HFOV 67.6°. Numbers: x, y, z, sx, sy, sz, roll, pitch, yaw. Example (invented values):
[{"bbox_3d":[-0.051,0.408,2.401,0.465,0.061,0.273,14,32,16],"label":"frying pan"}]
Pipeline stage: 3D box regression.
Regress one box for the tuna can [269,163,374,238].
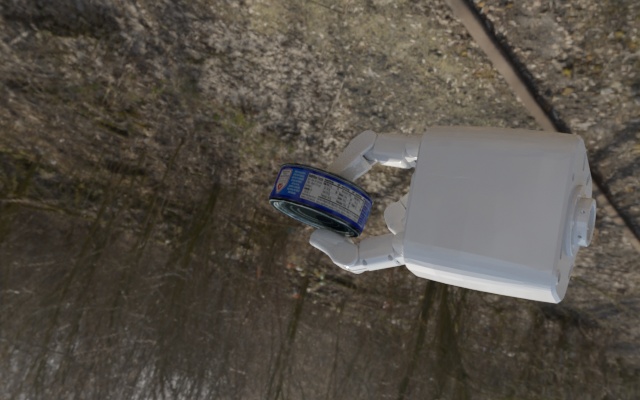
[{"bbox_3d":[0.000,0.002,0.409,0.086,0.033,0.086,20,-12,4],"label":"tuna can"}]
